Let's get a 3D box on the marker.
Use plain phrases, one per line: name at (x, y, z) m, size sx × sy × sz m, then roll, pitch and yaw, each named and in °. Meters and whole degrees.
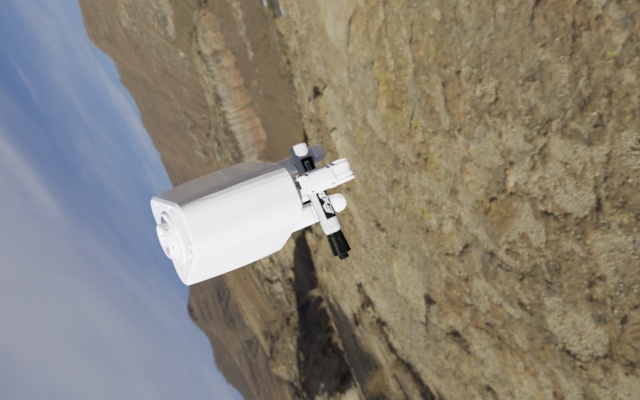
marker at (0.000, 0.002, 0.471) m, size 0.020 × 0.121 × 0.020 m, roll -23°, pitch -2°, yaw -1°
